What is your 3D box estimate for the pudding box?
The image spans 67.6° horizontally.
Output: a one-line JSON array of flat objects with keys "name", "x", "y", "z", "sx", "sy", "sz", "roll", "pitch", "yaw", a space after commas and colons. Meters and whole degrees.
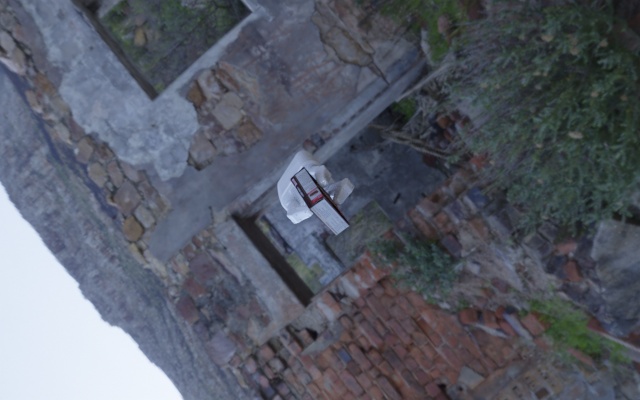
[{"name": "pudding box", "x": 0.000, "y": 0.003, "z": 0.873, "sx": 0.113, "sy": 0.039, "sz": 0.090, "roll": 44, "pitch": 9, "yaw": -50}]
